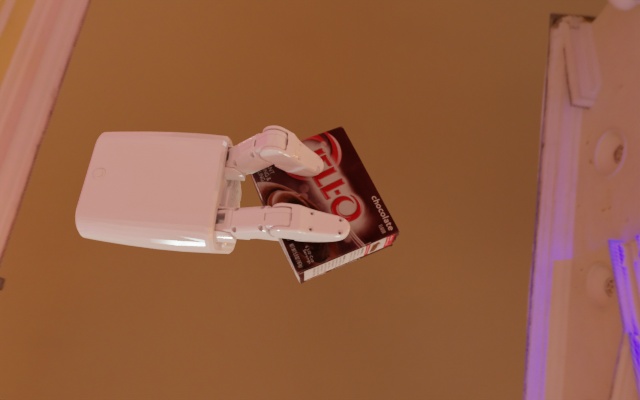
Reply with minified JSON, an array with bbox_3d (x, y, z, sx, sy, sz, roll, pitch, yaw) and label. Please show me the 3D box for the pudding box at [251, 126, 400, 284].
[{"bbox_3d":[0.000,0.001,0.404,0.090,0.113,0.039,-22,-21,-11],"label":"pudding box"}]
